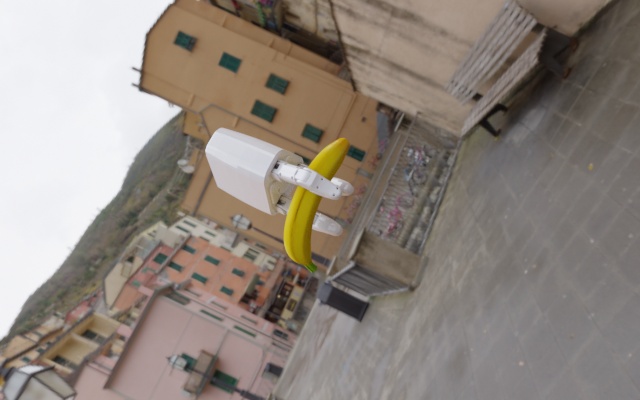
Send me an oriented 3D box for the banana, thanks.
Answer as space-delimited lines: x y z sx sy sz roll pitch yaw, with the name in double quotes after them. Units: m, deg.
-0.011 0.005 0.659 0.037 0.198 0.069 22 10 34 "banana"
